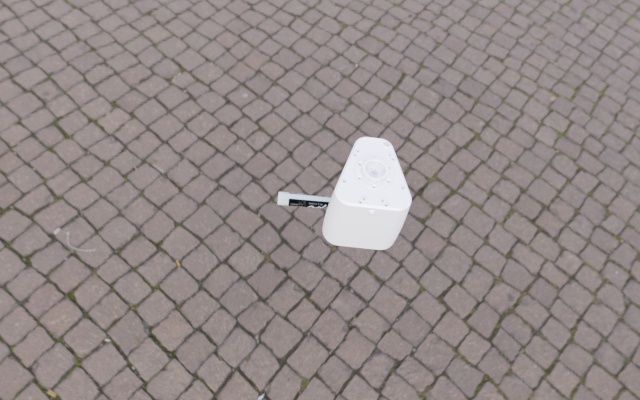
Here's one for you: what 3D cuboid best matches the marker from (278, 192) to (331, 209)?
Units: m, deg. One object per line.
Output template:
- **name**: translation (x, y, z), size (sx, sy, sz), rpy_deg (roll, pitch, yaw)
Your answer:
- **marker**: translation (0.000, 0.002, 0.678), size (0.121, 0.020, 0.020), rpy_deg (5, 0, -3)
